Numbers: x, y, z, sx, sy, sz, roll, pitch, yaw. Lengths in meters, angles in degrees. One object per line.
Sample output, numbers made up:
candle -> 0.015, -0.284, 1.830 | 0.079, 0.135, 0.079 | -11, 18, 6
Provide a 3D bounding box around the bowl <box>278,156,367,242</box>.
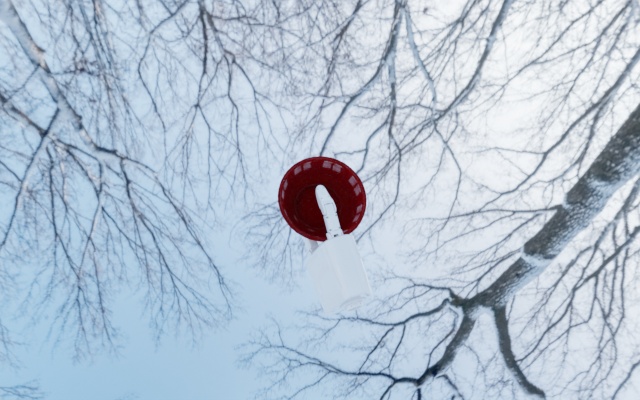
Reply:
bowl -> 0.000, 0.002, 0.876 | 0.162, 0.162, 0.055 | 0, -18, -10
